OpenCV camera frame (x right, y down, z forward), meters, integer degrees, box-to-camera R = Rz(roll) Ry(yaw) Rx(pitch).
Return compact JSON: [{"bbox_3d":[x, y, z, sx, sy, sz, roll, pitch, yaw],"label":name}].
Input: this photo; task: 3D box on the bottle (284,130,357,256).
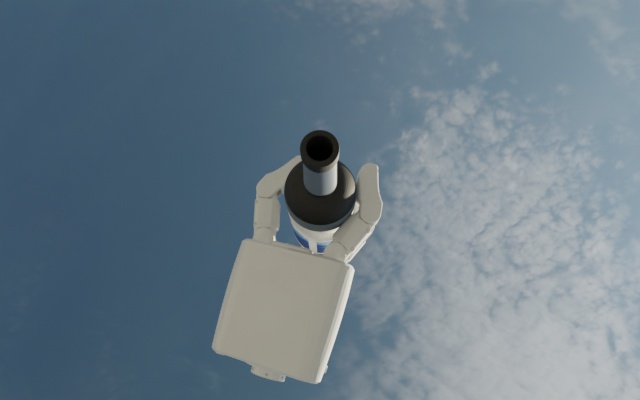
[{"bbox_3d":[0.000,0.002,0.469,0.069,0.069,0.296,0,-15,0],"label":"bottle"}]
